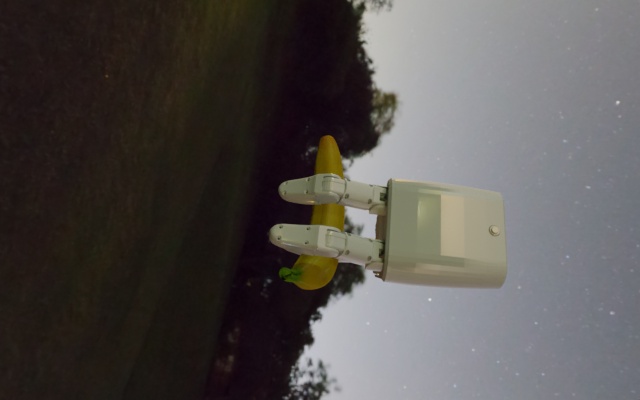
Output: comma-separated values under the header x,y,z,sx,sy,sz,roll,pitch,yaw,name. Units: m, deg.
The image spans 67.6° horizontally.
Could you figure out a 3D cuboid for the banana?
x,y,z,sx,sy,sz,roll,pitch,yaw,name
0.003,0.017,0.482,0.037,0.070,0.197,-1,44,14,banana
